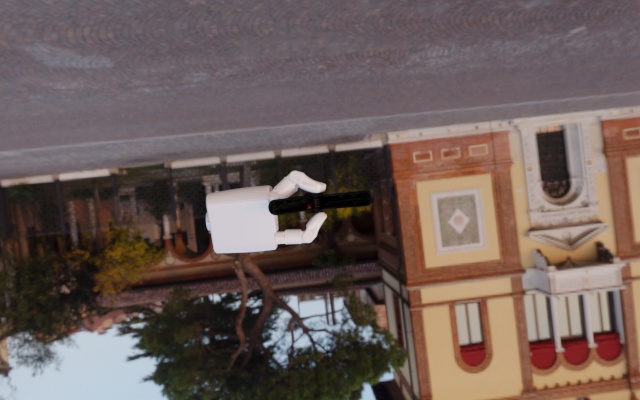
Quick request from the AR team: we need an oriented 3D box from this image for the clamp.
[{"bbox_3d":[0.000,0.004,0.824,0.164,0.036,0.210,-5,1,-1],"label":"clamp"}]
